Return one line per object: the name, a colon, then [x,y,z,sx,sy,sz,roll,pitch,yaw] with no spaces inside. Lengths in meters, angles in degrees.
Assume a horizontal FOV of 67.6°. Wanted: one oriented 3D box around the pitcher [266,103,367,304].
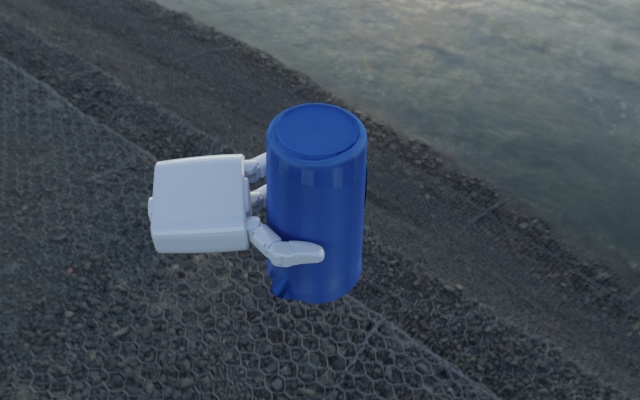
pitcher: [0.000,0.002,0.591,0.145,0.149,0.243,-3,-43,-5]
